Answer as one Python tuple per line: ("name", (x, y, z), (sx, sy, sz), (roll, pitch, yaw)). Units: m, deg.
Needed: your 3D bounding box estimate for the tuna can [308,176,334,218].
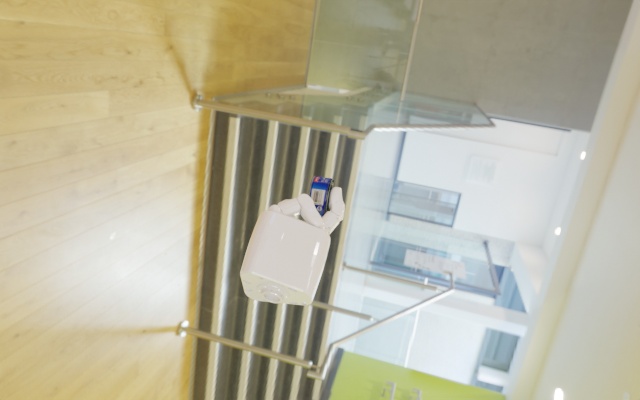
("tuna can", (0.001, 0.003, 0.805), (0.034, 0.086, 0.086), (7, 1, 8))
